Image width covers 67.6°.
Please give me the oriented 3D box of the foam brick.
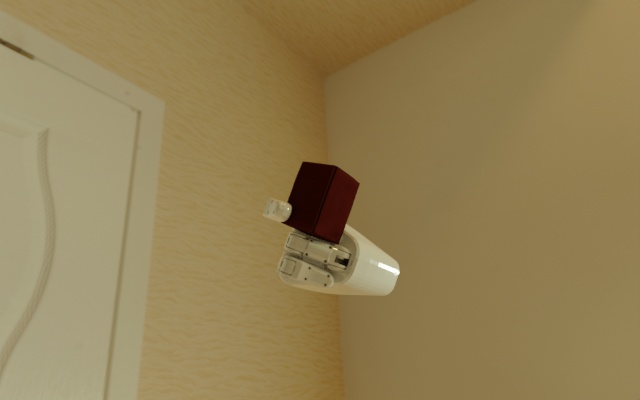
[{"bbox_3d":[0.000,0.001,0.542,0.053,0.078,0.051,14,-9,42],"label":"foam brick"}]
